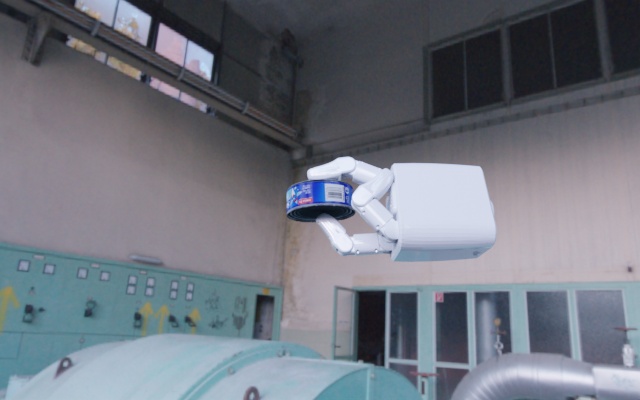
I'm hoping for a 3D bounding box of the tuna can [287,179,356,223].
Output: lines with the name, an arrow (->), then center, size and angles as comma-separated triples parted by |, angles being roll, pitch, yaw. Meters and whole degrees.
tuna can -> 0.000, 0.001, 0.597 | 0.086, 0.033, 0.086 | -2, -16, -1
